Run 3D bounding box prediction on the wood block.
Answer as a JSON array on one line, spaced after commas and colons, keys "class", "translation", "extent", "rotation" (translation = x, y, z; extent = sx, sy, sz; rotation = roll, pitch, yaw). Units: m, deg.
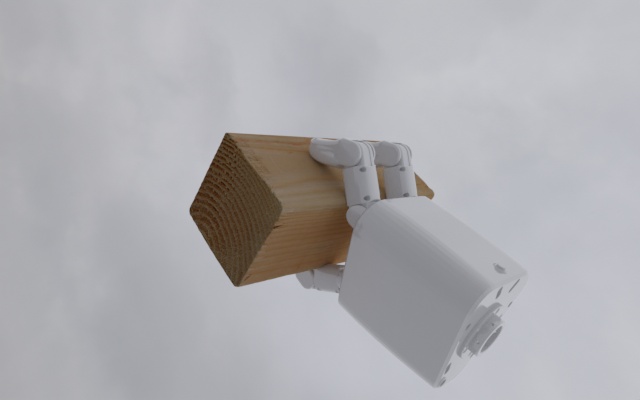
[{"class": "wood block", "translation": [0.000, 0.002, 0.444], "extent": [0.206, 0.091, 0.090], "rotation": [-4, 46, -47]}]
